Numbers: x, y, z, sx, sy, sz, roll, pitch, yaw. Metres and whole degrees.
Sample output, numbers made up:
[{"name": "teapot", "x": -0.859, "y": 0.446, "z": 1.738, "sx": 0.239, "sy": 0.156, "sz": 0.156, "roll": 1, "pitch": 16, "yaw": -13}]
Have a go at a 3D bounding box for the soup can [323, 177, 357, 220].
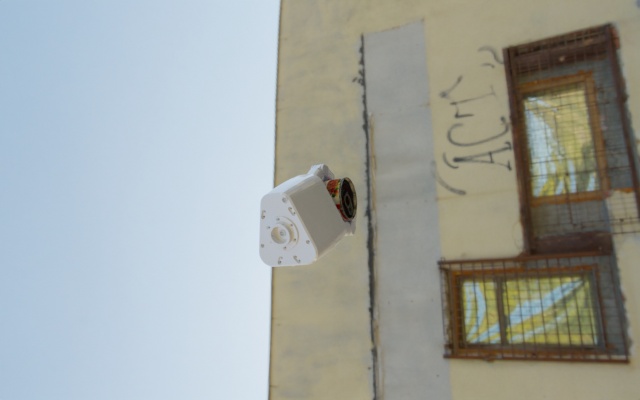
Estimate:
[{"name": "soup can", "x": 0.000, "y": 0.002, "z": 0.776, "sx": 0.102, "sy": 0.068, "sz": 0.068, "roll": -7, "pitch": -3, "yaw": 25}]
